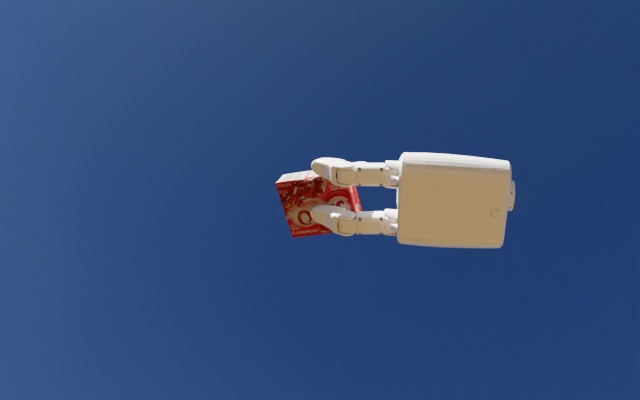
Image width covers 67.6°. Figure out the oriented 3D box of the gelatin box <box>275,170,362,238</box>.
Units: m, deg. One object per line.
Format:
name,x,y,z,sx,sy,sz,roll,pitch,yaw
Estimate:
gelatin box,0.000,0.002,0.558,0.089,0.073,0.030,-8,22,22
